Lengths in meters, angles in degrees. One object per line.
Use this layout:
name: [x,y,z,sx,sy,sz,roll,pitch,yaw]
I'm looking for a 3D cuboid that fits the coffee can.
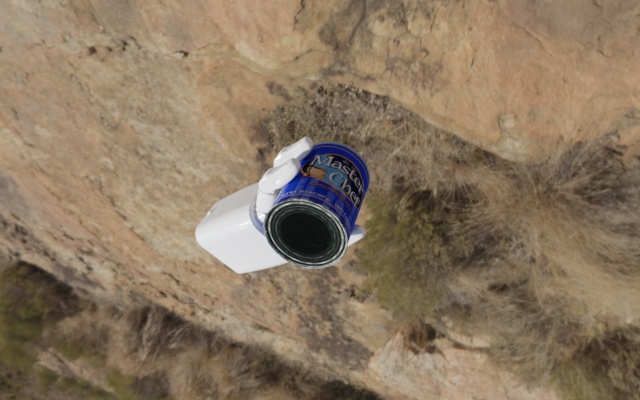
coffee can: [0.000,0.002,0.604,0.103,0.103,0.140,0,34,18]
